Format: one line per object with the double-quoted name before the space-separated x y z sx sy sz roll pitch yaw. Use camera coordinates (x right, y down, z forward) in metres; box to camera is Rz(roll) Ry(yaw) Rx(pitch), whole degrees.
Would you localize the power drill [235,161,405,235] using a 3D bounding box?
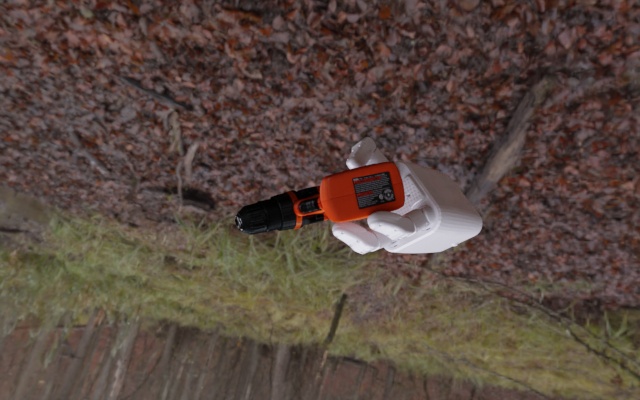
"power drill" 0.001 0.002 0.595 0.184 0.057 0.187 -15 1 -25
